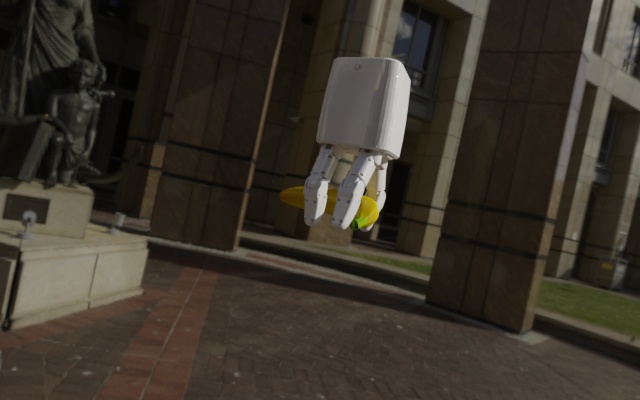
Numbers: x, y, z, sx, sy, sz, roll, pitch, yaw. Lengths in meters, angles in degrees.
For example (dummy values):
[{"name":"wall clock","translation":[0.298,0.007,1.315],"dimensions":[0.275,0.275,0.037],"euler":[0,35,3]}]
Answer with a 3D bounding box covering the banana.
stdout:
[{"name":"banana","translation":[0.018,0.004,0.627],"dimensions":[0.069,0.037,0.198],"euler":[6,5,-32]}]
